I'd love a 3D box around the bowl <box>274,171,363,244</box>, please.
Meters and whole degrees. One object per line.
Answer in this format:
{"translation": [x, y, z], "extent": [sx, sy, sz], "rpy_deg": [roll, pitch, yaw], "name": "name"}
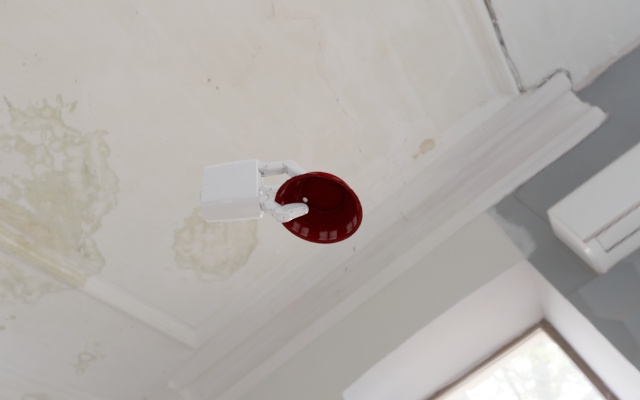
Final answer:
{"translation": [0.002, 0.003, 0.874], "extent": [0.162, 0.162, 0.055], "rpy_deg": [0, 37, 13], "name": "bowl"}
